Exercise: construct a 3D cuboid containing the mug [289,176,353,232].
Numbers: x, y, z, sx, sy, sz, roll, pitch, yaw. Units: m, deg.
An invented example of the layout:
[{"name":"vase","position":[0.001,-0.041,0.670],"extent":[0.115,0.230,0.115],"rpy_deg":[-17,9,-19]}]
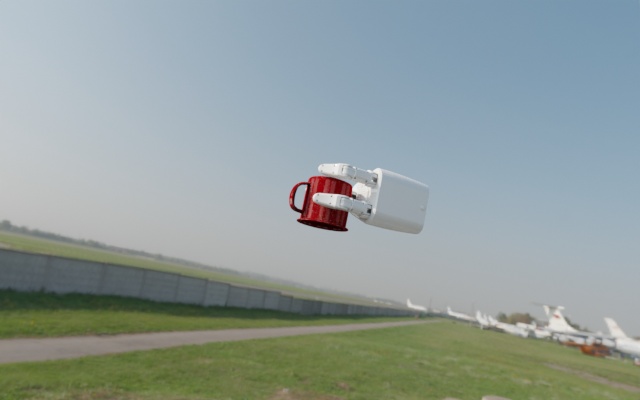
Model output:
[{"name":"mug","position":[-0.001,0.002,0.838],"extent":[0.117,0.081,0.093],"rpy_deg":[15,-11,-21]}]
